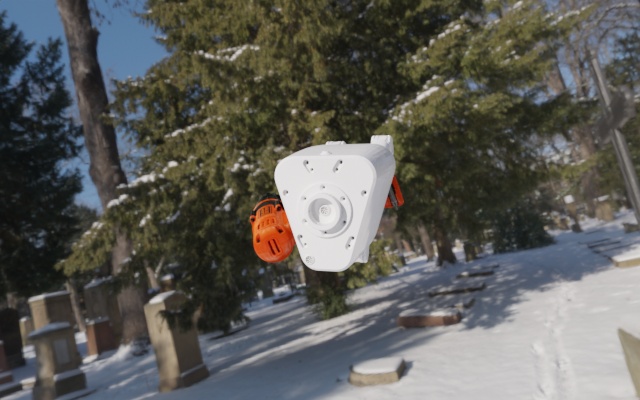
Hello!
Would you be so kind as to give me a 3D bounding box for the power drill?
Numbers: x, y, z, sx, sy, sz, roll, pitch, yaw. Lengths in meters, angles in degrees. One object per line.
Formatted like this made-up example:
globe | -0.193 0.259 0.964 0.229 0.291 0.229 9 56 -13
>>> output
power drill | 0.001 0.002 0.611 0.187 0.057 0.184 -24 19 0
